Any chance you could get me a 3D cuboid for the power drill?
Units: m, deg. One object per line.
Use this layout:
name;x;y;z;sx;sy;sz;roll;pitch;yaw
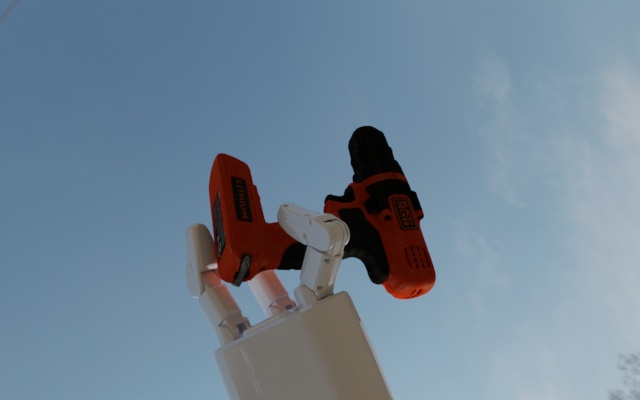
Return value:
power drill;0.000;0.002;0.424;0.187;0.184;0.057;0;-36;-21
